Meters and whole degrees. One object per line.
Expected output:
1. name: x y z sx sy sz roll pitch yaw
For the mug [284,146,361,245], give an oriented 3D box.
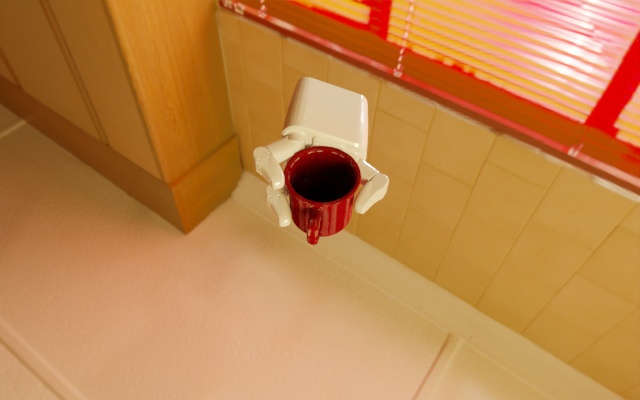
1. mug: 0.000 0.003 0.595 0.093 0.117 0.082 6 -37 3
